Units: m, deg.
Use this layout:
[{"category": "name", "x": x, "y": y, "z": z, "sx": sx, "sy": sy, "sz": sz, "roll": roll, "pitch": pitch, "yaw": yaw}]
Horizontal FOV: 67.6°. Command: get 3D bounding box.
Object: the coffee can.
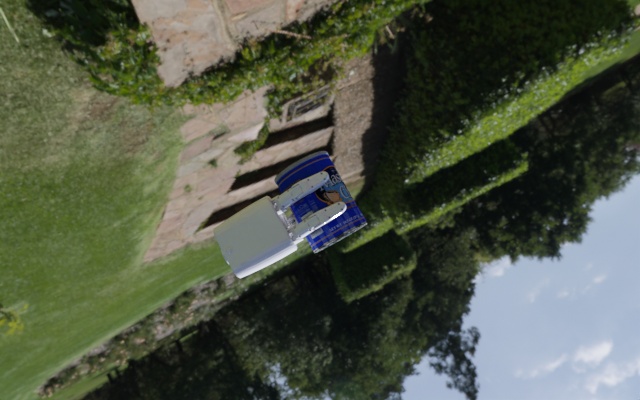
[{"category": "coffee can", "x": 0.000, "y": 0.002, "z": 0.802, "sx": 0.103, "sy": 0.140, "sz": 0.103, "roll": -29, "pitch": -7, "yaw": -4}]
